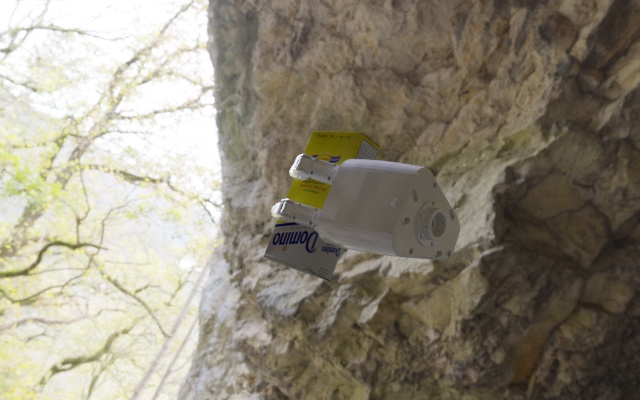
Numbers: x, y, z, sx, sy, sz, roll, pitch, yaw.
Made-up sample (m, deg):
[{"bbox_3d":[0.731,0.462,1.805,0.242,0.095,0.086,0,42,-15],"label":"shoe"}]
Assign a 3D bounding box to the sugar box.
[{"bbox_3d":[0.000,0.002,0.589,0.093,0.176,0.048,9,-18,48],"label":"sugar box"}]
